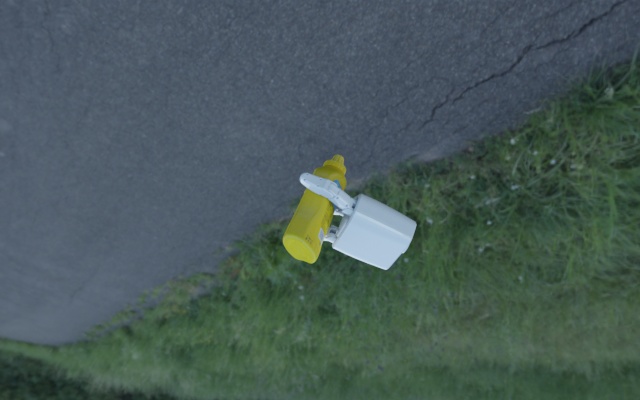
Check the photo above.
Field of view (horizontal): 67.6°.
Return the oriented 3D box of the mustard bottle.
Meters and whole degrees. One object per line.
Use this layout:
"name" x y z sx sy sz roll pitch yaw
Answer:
"mustard bottle" 0.000 0.003 0.803 0.058 0.191 0.096 14 -27 19
